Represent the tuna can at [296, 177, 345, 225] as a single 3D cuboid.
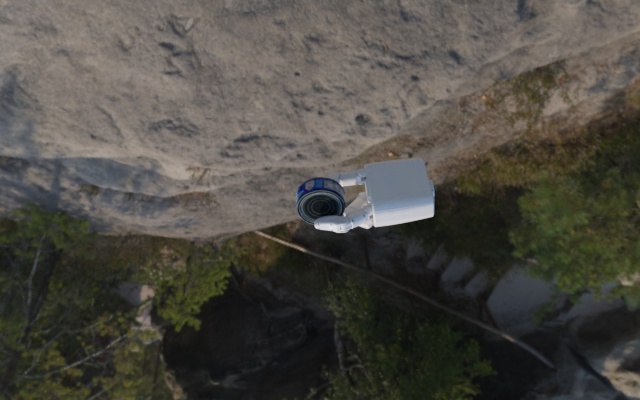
[{"bbox_3d":[0.000,0.003,0.823,0.086,0.086,0.033,0,43,-1],"label":"tuna can"}]
